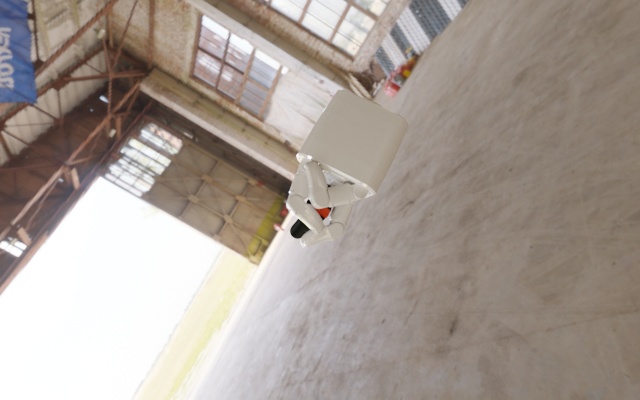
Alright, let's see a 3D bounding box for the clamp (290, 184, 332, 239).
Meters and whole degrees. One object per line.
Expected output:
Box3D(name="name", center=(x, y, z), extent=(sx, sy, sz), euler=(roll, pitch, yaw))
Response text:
Box3D(name="clamp", center=(0.000, 0.002, 0.711), extent=(0.039, 0.120, 0.171), euler=(29, -10, -7))
